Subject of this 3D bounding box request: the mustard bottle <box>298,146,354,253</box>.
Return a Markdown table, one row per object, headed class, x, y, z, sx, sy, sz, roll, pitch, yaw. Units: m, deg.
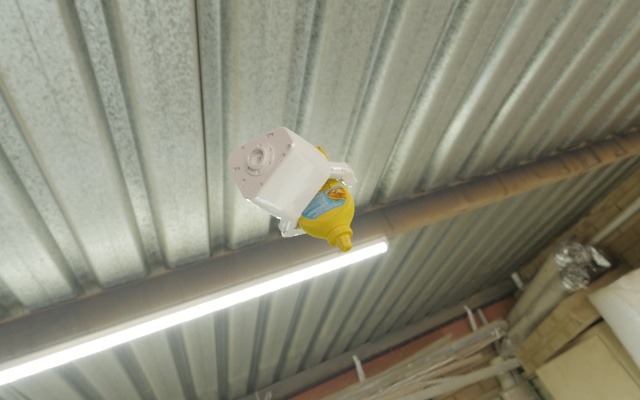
| class | x | y | z | sx | sy | sz | roll | pitch | yaw |
| --- | --- | --- | --- | --- | --- | --- | --- | --- | --- |
| mustard bottle | 0.000 | 0.002 | 0.777 | 0.096 | 0.191 | 0.058 | -25 | -30 | -8 |
